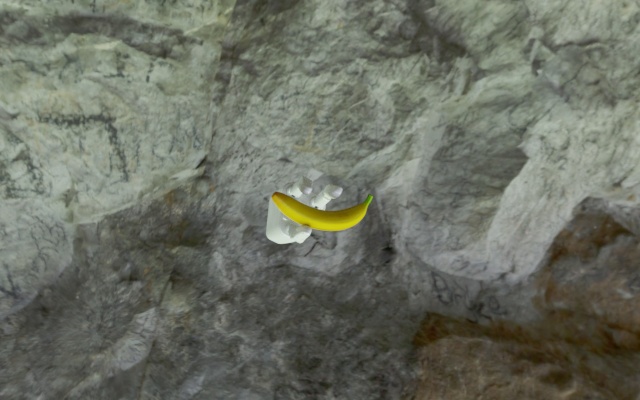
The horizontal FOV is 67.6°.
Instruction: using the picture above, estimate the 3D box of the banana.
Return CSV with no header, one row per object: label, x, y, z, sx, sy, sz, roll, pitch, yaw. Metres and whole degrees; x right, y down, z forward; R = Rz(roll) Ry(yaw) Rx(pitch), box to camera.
banana,0.004,0.022,0.883,0.198,0.069,0.037,1,-7,-22
